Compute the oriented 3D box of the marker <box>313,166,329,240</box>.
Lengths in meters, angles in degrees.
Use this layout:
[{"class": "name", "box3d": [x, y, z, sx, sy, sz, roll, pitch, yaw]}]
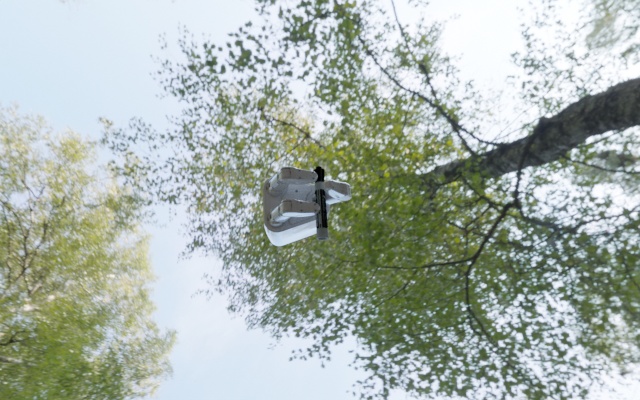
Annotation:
[{"class": "marker", "box3d": [0.000, 0.002, 0.755, 0.020, 0.121, 0.020, -3, -20, -1]}]
